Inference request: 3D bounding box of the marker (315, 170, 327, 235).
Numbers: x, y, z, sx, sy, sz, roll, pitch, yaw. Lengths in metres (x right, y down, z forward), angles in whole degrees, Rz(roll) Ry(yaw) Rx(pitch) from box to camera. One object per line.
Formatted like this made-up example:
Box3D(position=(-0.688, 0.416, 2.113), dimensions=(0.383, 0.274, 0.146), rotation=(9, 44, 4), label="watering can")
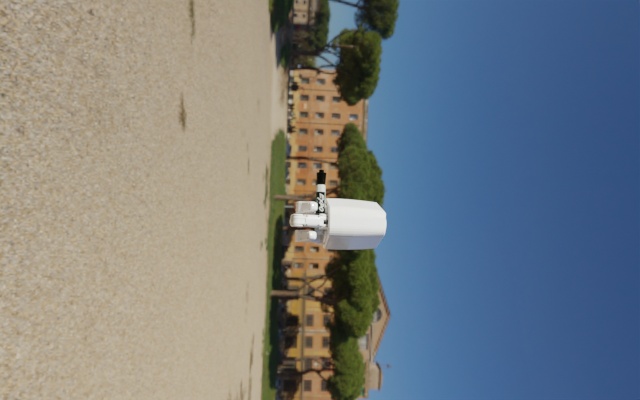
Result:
Box3D(position=(0.000, 0.003, 0.888), dimensions=(0.020, 0.121, 0.020), rotation=(2, -4, 0), label="marker")
